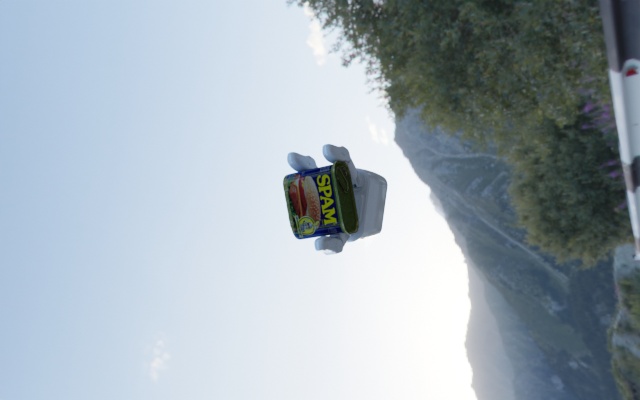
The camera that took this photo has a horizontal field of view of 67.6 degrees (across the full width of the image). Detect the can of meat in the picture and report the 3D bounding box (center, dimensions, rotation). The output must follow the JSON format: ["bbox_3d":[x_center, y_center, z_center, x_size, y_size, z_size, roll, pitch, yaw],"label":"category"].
[{"bbox_3d":[0.000,0.002,0.676,0.084,0.102,0.057,-11,-2,26],"label":"can of meat"}]
